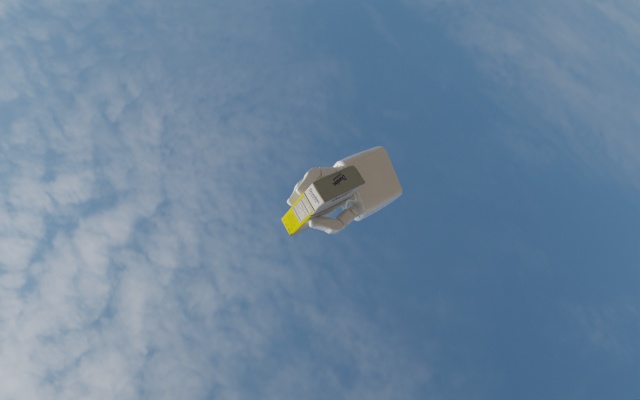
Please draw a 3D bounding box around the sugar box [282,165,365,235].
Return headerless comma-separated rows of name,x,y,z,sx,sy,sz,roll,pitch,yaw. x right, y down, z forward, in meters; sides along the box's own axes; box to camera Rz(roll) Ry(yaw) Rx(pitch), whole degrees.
sugar box,0.000,0.002,0.860,0.093,0.048,0.176,-25,-13,-30
